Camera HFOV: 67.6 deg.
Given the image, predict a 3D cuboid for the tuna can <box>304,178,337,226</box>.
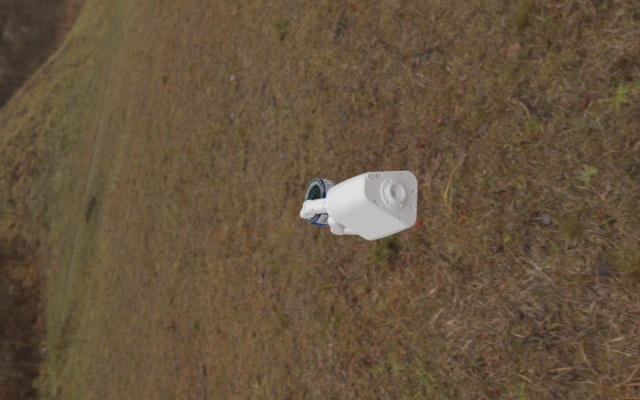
[{"bbox_3d":[0.000,0.003,0.877,0.034,0.086,0.086,11,-4,-24],"label":"tuna can"}]
